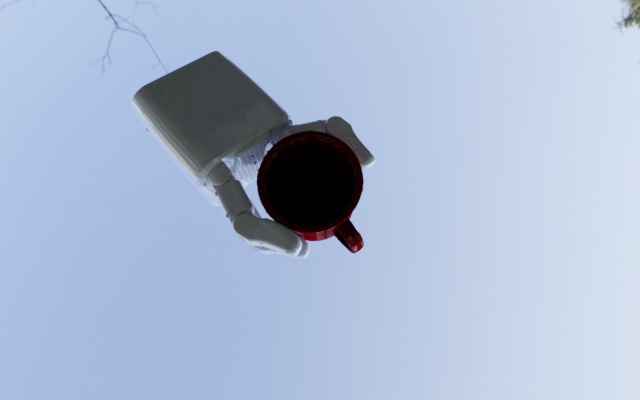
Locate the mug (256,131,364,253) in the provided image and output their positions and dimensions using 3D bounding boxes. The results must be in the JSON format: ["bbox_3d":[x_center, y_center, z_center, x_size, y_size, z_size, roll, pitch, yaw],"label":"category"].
[{"bbox_3d":[0.001,0.003,0.449,0.093,0.117,0.081,-40,-13,-8],"label":"mug"}]
